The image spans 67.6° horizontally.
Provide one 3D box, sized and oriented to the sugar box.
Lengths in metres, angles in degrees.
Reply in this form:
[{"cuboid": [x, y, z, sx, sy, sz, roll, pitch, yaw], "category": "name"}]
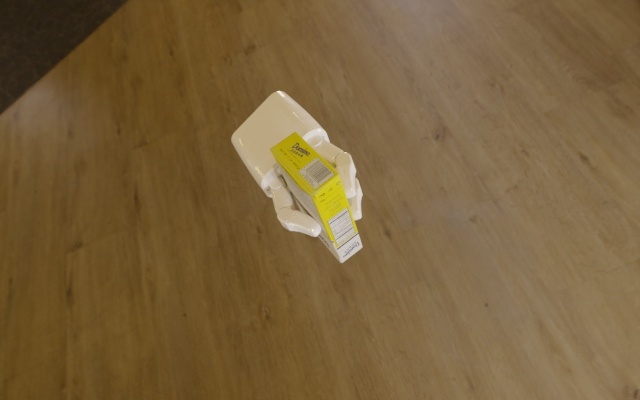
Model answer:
[{"cuboid": [0.000, 0.002, 0.613, 0.048, 0.093, 0.176, -37, -33, -7], "category": "sugar box"}]
